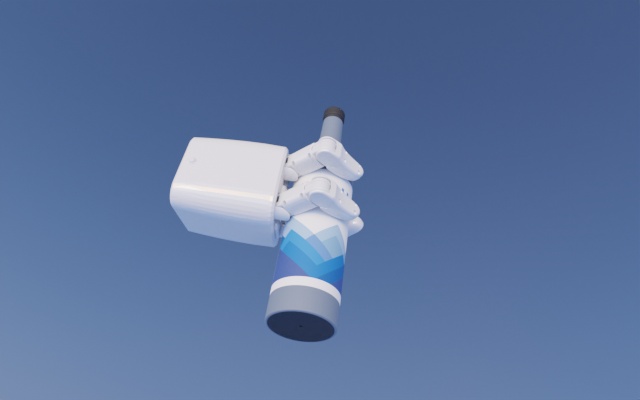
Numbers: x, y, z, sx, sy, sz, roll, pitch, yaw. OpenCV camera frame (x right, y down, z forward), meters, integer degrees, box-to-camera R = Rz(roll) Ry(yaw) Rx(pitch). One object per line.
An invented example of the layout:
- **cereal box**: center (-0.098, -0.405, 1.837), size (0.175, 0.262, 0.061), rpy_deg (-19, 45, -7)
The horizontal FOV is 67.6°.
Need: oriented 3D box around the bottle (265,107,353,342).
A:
- **bottle**: center (0.000, 0.002, 0.523), size (0.069, 0.295, 0.069), rpy_deg (5, -39, 4)
